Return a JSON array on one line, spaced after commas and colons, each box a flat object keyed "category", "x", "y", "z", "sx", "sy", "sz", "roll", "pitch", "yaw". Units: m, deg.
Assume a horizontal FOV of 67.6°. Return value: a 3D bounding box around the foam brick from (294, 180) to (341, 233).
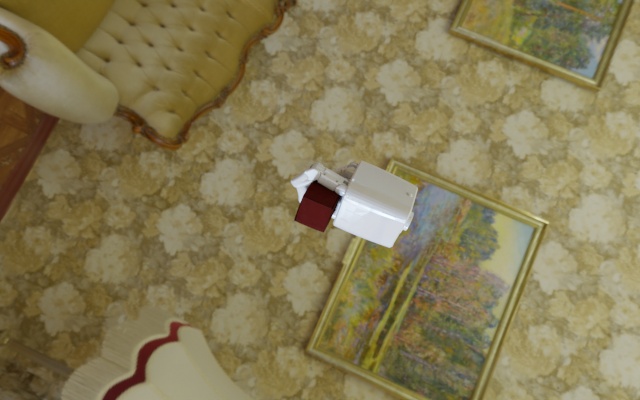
[{"category": "foam brick", "x": 0.000, "y": 0.003, "z": 0.759, "sx": 0.051, "sy": 0.053, "sz": 0.078, "roll": 24, "pitch": 38, "yaw": 4}]
